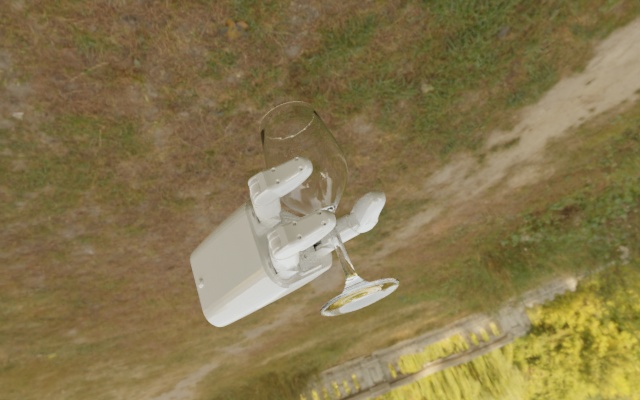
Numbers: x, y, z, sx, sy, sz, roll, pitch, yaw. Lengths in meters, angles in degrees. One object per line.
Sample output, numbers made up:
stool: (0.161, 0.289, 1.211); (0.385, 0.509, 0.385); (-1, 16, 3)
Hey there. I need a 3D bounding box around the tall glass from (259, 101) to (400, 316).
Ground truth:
tall glass: (0.000, 0.002, 0.453); (0.079, 0.201, 0.079); (-18, -25, -9)
